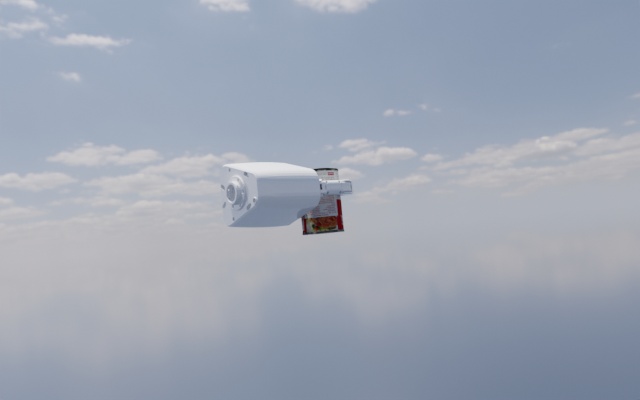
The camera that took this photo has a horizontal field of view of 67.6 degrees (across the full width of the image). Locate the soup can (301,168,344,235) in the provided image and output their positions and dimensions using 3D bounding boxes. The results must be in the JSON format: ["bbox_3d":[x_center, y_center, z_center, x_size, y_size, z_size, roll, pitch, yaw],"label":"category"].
[{"bbox_3d":[0.001,0.002,0.768,0.068,0.102,0.068,-5,-4,0],"label":"soup can"}]
